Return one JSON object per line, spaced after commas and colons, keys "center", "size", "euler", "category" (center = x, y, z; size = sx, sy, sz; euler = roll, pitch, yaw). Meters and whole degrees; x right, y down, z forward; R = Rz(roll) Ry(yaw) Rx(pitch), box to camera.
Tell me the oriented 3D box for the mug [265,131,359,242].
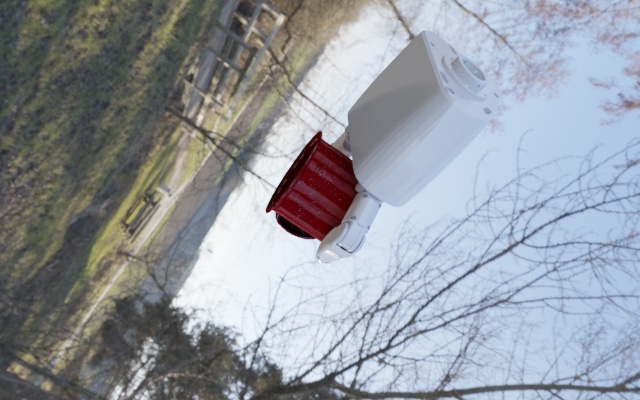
{"center": [-0.001, 0.003, 0.465], "size": [0.081, 0.093, 0.117], "euler": [34, -50, -11], "category": "mug"}
